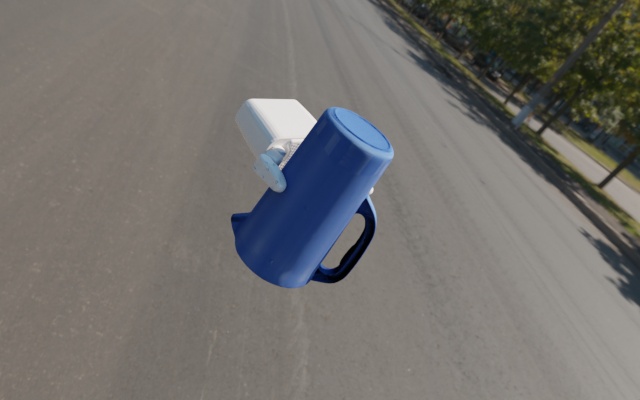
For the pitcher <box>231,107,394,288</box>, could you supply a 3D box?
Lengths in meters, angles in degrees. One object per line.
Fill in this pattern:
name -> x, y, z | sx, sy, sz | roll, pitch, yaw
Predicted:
pitcher -> 0.000, 0.002, 0.666 | 0.149, 0.243, 0.145 | 8, 37, -45
